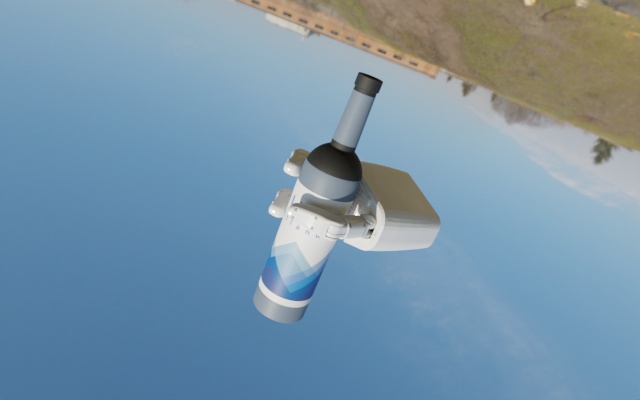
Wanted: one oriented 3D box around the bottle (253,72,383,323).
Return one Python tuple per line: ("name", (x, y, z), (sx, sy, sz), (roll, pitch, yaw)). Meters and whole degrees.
("bottle", (0.000, 0.002, 0.538), (0.069, 0.296, 0.069), (19, 21, -7))
